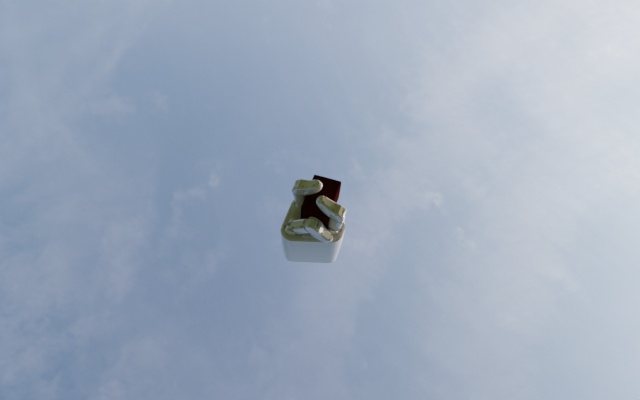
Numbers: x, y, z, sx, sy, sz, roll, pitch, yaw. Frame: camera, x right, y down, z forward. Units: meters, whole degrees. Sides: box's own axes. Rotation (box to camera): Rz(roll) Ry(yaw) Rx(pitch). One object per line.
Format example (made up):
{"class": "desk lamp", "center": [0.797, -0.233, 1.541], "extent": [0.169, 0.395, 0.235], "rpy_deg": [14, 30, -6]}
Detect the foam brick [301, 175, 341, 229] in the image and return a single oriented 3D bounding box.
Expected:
{"class": "foam brick", "center": [0.000, 0.003, 0.858], "extent": [0.053, 0.078, 0.051], "rpy_deg": [17, -30, 8]}
